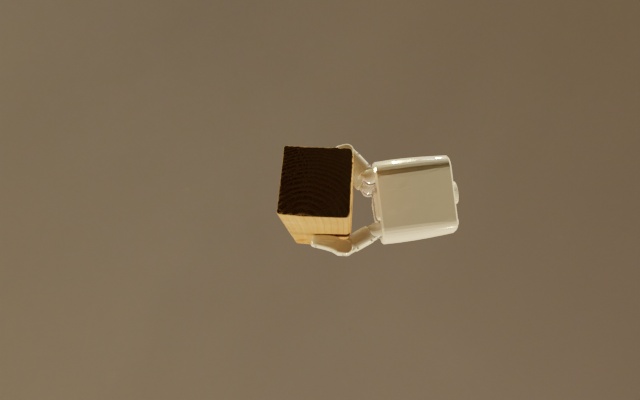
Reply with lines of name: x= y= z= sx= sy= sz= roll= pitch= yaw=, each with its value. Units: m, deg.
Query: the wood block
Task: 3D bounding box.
wood block: x=0.000 y=0.003 z=0.678 sx=0.090 sy=0.090 sz=0.206 roll=3 pitch=-15 yaw=5
